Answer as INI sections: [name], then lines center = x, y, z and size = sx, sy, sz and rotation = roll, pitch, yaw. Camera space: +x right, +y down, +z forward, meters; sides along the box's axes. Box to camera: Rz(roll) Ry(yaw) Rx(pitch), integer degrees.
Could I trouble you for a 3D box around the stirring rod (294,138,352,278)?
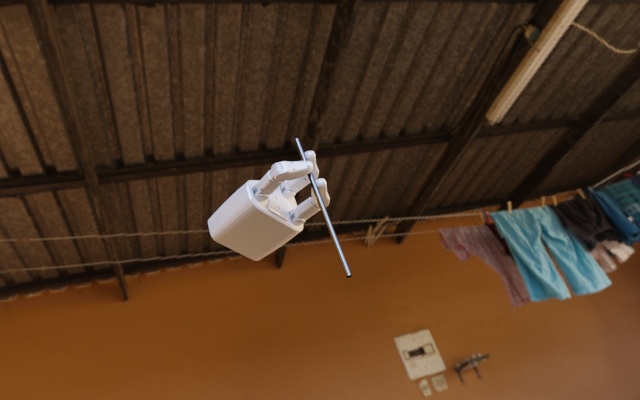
[stirring rod]
center = 0.000, 0.002, 0.679
size = 0.011, 0.239, 0.011
rotation = -15, -31, -10
